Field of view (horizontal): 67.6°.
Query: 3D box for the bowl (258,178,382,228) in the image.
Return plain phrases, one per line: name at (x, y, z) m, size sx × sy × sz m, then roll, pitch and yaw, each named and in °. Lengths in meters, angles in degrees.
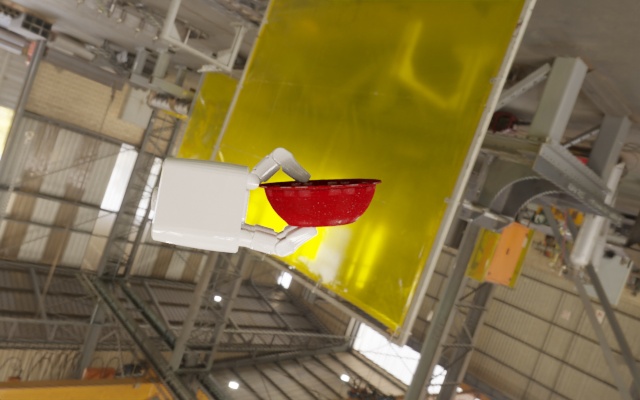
bowl at (0.001, 0.002, 0.628) m, size 0.162 × 0.055 × 0.162 m, roll -3°, pitch 5°, yaw 0°
